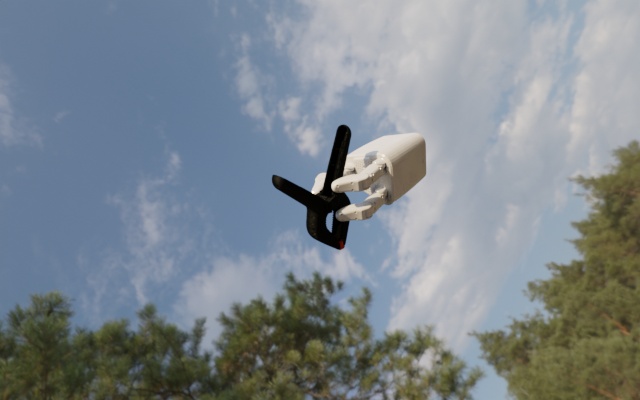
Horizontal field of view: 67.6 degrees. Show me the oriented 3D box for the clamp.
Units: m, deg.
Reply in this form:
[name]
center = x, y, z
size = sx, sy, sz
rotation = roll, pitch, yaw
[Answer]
[clamp]
center = 0.000, 0.003, 0.767
size = 0.036, 0.210, 0.164
rotation = 23, 43, 40
